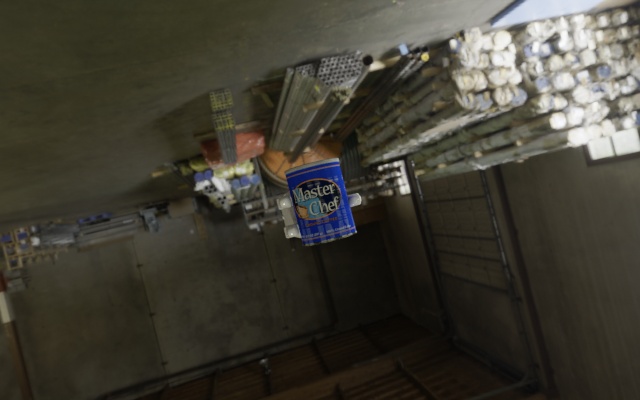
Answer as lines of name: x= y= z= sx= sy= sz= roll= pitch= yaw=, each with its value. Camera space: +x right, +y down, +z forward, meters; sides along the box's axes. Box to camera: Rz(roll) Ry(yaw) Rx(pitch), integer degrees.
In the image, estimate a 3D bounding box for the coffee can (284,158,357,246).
coffee can: x=0.000 y=0.003 z=0.870 sx=0.103 sy=0.140 sz=0.103 roll=-14 pitch=0 yaw=0
